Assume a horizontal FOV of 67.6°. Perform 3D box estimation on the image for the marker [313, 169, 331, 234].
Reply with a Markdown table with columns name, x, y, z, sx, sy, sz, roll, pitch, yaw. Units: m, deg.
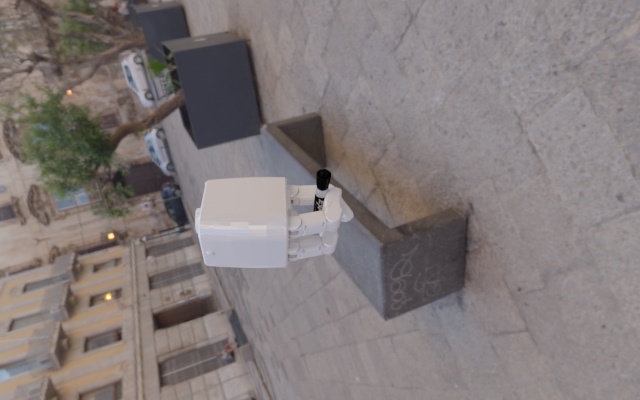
| name | x | y | z | sx | sy | sz | roll | pitch | yaw |
| --- | --- | --- | --- | --- | --- | --- | --- | --- | --- |
| marker | 0.000 | 0.002 | 0.631 | 0.020 | 0.020 | 0.121 | 0 | -39 | -5 |
